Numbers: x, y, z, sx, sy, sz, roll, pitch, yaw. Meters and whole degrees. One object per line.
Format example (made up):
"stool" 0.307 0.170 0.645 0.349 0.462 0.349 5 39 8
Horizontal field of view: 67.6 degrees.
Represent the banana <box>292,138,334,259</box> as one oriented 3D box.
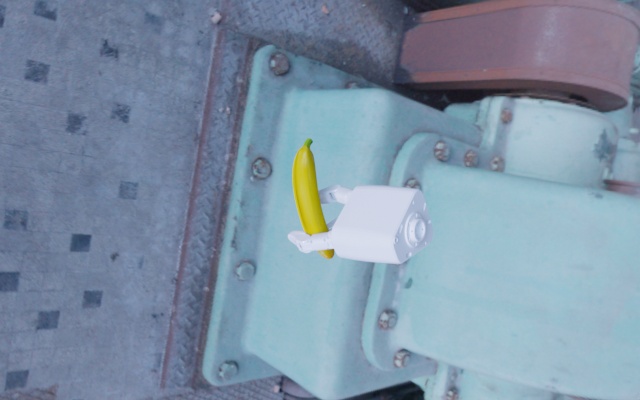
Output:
"banana" -0.011 0.002 0.743 0.037 0.198 0.069 -5 7 36
